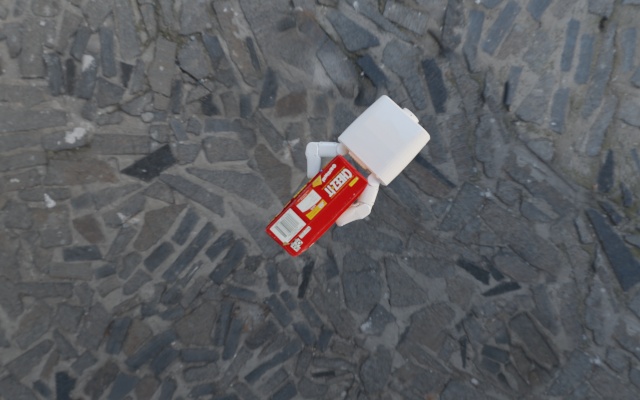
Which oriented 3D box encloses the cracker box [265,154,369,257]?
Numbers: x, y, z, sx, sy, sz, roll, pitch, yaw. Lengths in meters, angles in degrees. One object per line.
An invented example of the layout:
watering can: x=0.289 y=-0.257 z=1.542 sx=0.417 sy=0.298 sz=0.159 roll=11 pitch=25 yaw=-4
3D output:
cracker box: x=0.000 y=0.003 z=0.813 sx=0.072 sy=0.164 sz=0.213 roll=44 pitch=5 yaw=0
